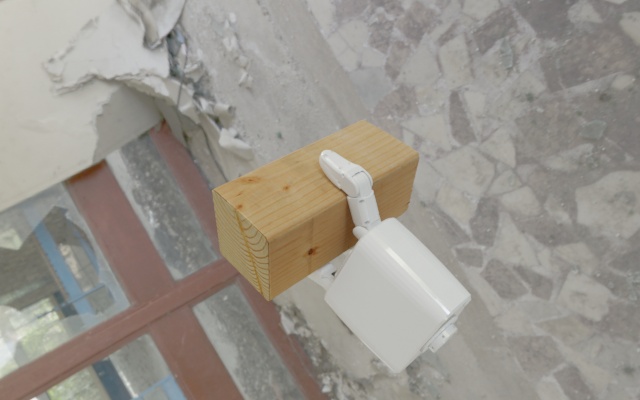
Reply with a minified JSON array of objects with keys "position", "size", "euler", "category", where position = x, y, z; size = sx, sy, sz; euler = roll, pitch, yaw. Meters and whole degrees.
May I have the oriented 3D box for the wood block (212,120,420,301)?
[{"position":[0.000,0.002,0.512],"size":[0.206,0.091,0.090],"euler":[-29,51,-32],"category":"wood block"}]
